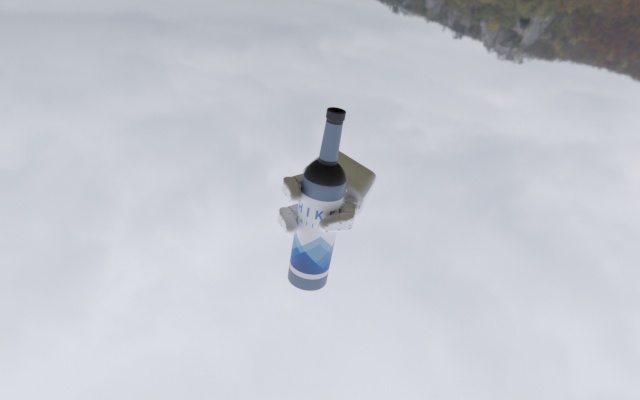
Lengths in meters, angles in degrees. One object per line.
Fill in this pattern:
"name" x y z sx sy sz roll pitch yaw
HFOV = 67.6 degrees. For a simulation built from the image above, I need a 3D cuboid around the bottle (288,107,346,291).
"bottle" 0.000 0.003 0.735 0.069 0.296 0.069 8 27 -4
